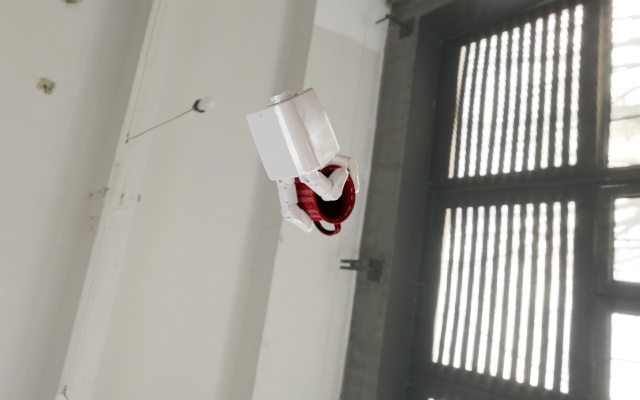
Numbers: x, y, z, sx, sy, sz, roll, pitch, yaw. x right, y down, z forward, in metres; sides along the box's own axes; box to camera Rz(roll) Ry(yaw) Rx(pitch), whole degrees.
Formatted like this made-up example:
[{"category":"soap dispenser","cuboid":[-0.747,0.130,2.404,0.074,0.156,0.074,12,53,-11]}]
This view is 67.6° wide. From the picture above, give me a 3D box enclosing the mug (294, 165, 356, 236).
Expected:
[{"category":"mug","cuboid":[0.000,0.004,0.776,0.093,0.117,0.081,-31,18,-38]}]
